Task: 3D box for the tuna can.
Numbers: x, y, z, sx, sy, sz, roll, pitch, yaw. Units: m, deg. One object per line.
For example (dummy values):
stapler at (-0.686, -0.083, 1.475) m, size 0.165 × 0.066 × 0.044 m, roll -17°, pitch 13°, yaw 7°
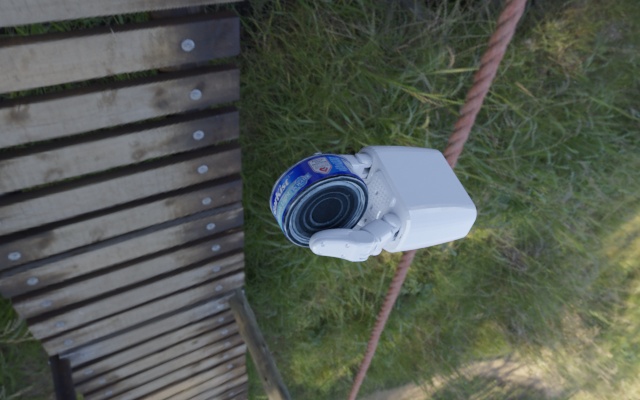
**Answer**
tuna can at (0.000, 0.002, 0.430) m, size 0.086 × 0.086 × 0.033 m, roll 0°, pitch 40°, yaw -32°
